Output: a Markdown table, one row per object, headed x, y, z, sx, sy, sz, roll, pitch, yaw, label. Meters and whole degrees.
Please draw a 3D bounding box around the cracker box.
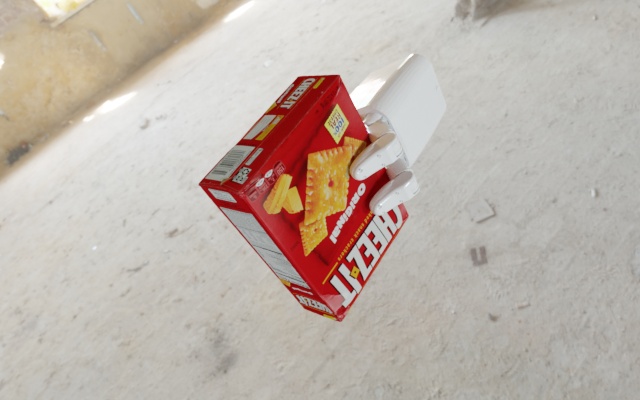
| x | y | z | sx | sy | sz | roll | pitch | yaw | label |
| --- | --- | --- | --- | --- | --- | --- | --- | --- | --- |
| 0.000 | 0.002 | 0.511 | 0.072 | 0.164 | 0.214 | 12 | -35 | 44 | cracker box |
